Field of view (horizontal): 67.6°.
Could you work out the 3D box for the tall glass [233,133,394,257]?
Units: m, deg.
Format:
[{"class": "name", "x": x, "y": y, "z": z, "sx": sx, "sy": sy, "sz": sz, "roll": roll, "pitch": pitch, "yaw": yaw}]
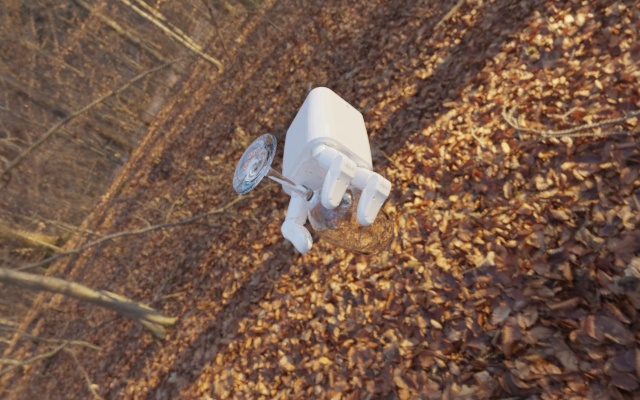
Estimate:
[{"class": "tall glass", "x": 0.000, "y": 0.002, "z": 0.566, "sx": 0.201, "sy": 0.079, "sz": 0.079, "roll": 31, "pitch": -18, "yaw": -32}]
